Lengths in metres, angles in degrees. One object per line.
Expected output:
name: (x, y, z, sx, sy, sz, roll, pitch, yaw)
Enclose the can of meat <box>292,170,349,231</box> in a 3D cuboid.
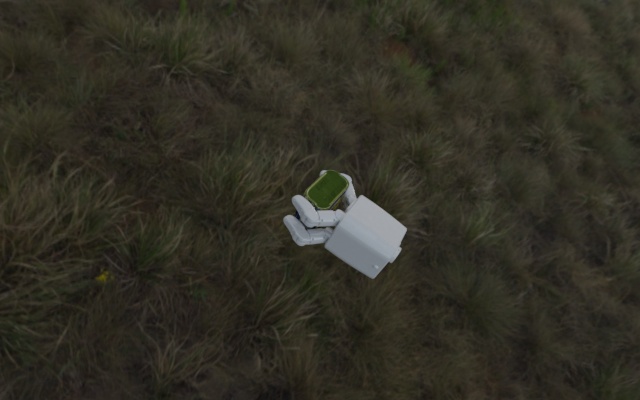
can of meat: (0.000, 0.003, 0.862, 0.102, 0.057, 0.084, -46, -10, -41)
